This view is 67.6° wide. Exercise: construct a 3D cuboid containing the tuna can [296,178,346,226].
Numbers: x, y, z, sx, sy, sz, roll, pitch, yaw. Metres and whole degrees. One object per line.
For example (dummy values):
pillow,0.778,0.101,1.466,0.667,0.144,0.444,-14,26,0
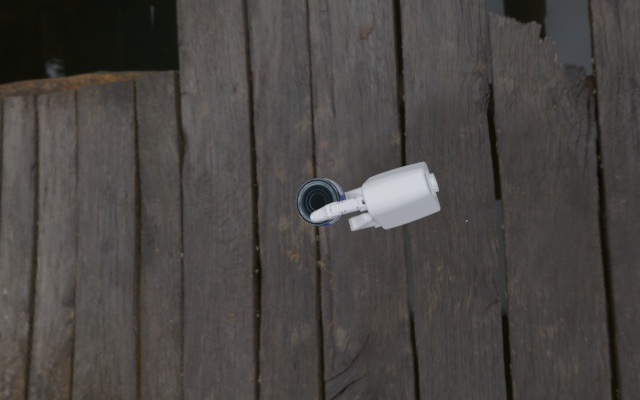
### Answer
tuna can,0.000,0.003,0.849,0.086,0.086,0.034,0,-1,22
